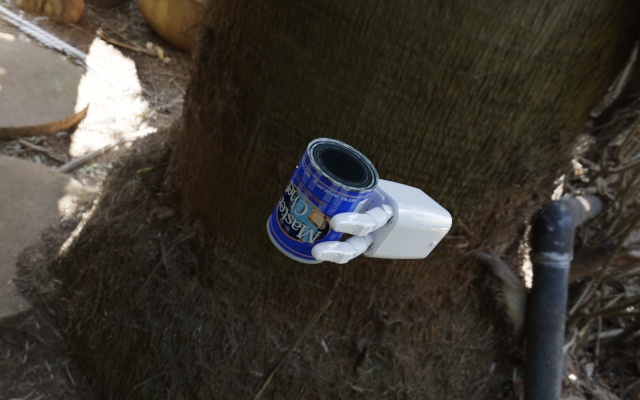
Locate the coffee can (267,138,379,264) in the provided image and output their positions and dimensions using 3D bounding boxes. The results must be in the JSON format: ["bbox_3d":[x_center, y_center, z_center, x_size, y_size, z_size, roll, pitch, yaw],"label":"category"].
[{"bbox_3d":[0.000,0.002,0.647,0.103,0.140,0.102,20,36,-15],"label":"coffee can"}]
